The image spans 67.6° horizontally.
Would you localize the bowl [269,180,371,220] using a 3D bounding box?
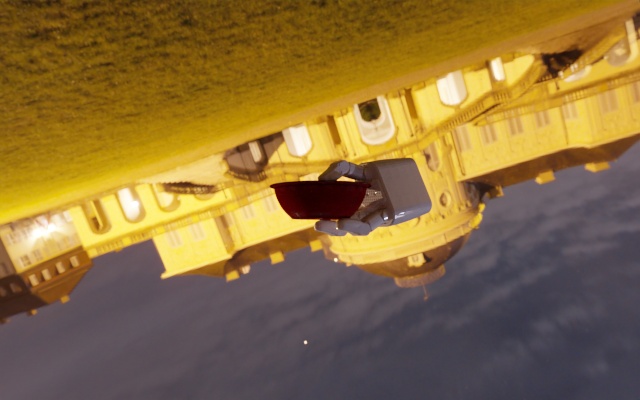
[{"bbox_3d":[-0.001,0.003,0.755,0.162,0.055,0.162,0,-4,0],"label":"bowl"}]
